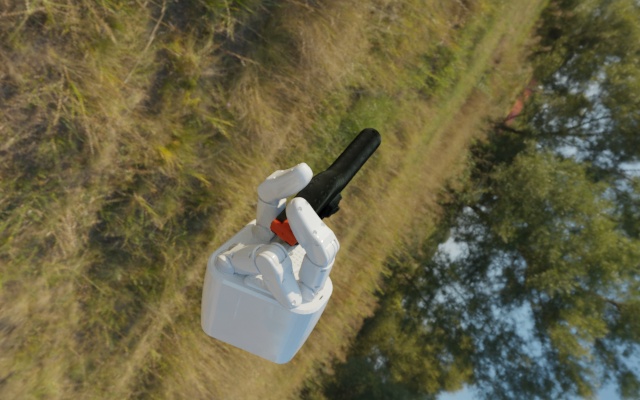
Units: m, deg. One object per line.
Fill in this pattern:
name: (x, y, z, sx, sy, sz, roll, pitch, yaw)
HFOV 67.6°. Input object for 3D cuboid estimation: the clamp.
clamp: (0.001, 0.002, 0.489, 0.039, 0.120, 0.171, 33, 43, 14)
